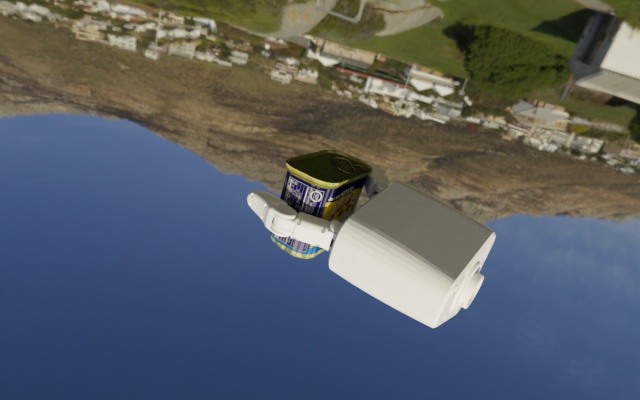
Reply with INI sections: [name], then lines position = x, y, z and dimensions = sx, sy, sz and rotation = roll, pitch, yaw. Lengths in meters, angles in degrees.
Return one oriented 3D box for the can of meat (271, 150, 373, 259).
[can of meat]
position = 0.000, 0.002, 0.481
dimensions = 0.057, 0.084, 0.102
rotation = 27, 25, 24
